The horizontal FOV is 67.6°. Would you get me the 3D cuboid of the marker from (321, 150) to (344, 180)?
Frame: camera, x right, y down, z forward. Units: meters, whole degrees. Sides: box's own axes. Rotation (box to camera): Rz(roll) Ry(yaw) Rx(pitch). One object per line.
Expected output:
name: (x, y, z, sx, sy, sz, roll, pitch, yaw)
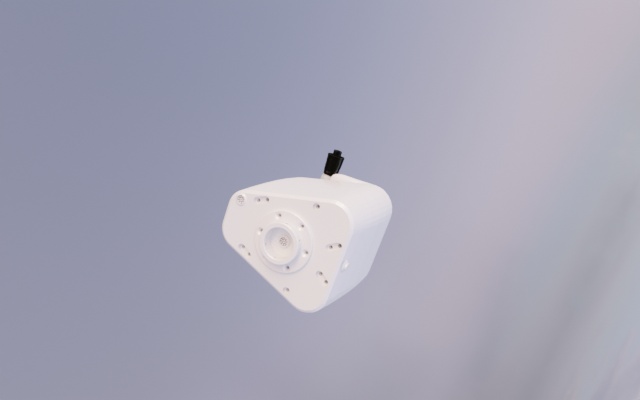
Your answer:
marker: (0.000, 0.002, 0.530, 0.020, 0.121, 0.020, 18, 13, -4)
